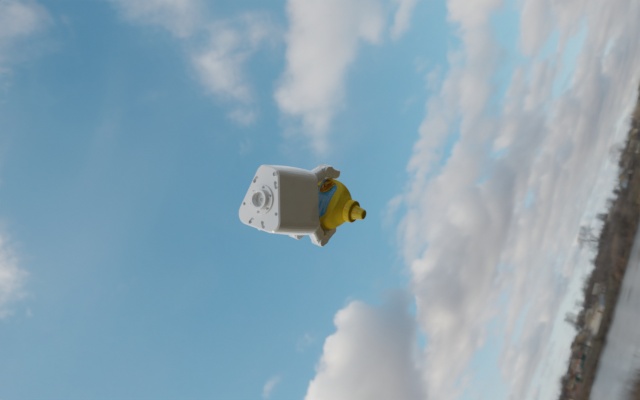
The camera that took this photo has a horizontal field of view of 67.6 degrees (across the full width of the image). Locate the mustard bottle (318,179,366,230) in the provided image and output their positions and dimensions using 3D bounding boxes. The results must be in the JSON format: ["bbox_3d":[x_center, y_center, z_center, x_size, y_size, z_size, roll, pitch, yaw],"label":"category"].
[{"bbox_3d":[0.000,0.003,0.893,0.191,0.096,0.058,16,-19,34],"label":"mustard bottle"}]
